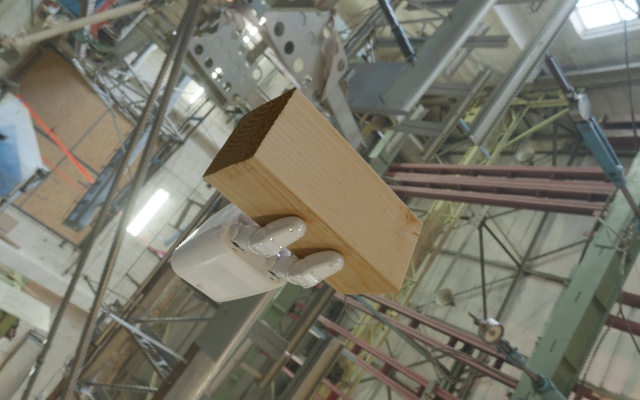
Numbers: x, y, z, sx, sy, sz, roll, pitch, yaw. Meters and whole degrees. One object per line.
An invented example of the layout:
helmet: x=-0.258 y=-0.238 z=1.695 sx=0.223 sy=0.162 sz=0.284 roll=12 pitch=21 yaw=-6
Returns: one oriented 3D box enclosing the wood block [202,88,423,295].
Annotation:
wood block: x=0.000 y=0.001 z=0.482 sx=0.090 sy=0.090 sz=0.206 roll=-14 pitch=-48 yaw=47
